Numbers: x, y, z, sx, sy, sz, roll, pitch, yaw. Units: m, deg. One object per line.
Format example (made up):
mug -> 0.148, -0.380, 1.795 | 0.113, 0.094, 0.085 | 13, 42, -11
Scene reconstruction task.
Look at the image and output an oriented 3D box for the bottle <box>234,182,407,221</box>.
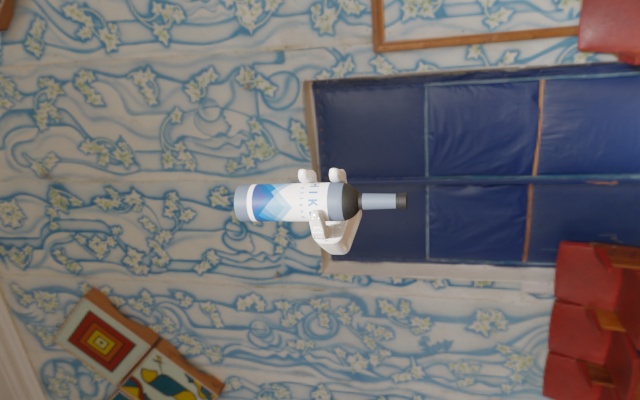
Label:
bottle -> 0.000, 0.003, 0.825 | 0.296, 0.069, 0.069 | -1, 0, 14
